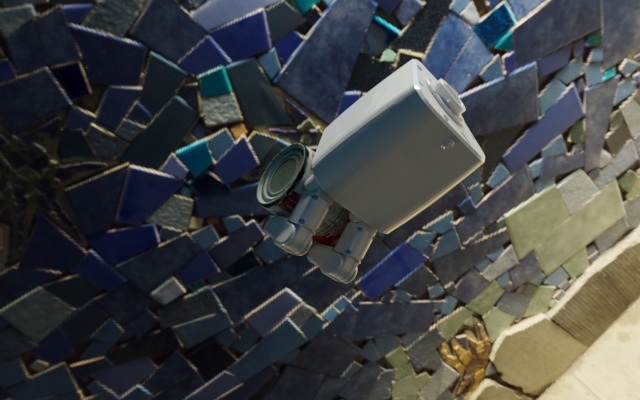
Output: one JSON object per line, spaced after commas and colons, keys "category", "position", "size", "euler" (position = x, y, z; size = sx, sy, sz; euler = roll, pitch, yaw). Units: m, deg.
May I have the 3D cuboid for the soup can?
{"category": "soup can", "position": [-0.001, 0.002, 0.446], "size": [0.102, 0.068, 0.068], "euler": [35, -20, -30]}
